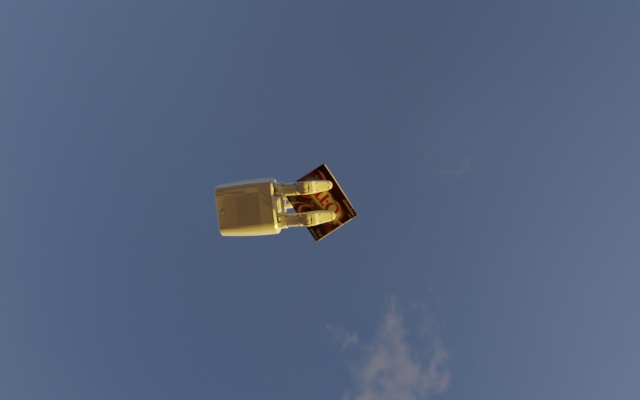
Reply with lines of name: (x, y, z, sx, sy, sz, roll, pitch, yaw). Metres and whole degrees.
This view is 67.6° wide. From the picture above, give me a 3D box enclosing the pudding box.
pudding box: (0.000, 0.003, 0.864, 0.090, 0.113, 0.039, -34, 3, 7)
